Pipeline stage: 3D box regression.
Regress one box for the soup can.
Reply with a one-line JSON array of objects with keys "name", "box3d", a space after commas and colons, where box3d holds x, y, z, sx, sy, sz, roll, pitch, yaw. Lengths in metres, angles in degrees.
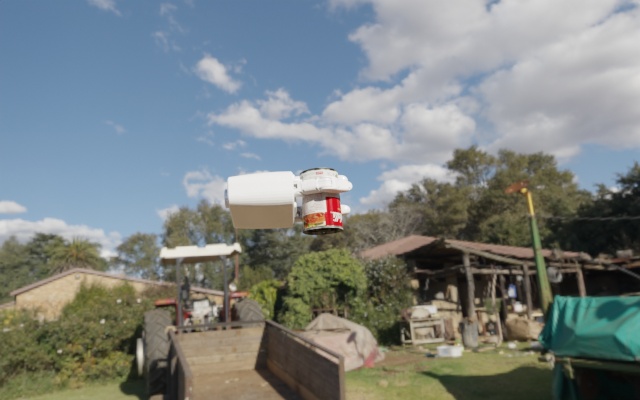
[{"name": "soup can", "box3d": [0.001, 0.002, 0.806, 0.068, 0.102, 0.068, -4, -14, -1]}]
